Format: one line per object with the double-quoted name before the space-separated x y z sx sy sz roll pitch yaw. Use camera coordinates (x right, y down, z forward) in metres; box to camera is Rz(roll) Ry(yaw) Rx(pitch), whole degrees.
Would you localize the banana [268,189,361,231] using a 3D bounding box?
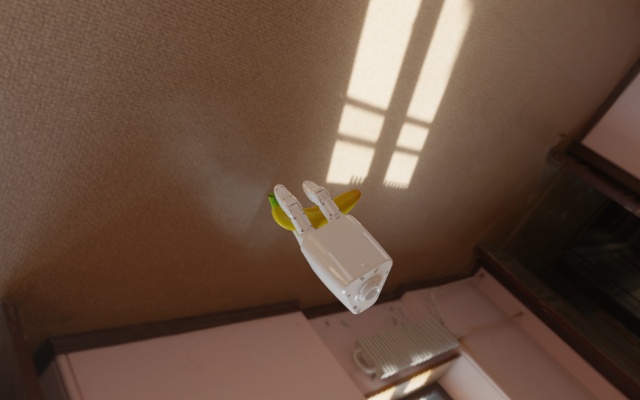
"banana" -0.009 0.018 0.824 0.198 0.070 0.037 -5 37 -40
